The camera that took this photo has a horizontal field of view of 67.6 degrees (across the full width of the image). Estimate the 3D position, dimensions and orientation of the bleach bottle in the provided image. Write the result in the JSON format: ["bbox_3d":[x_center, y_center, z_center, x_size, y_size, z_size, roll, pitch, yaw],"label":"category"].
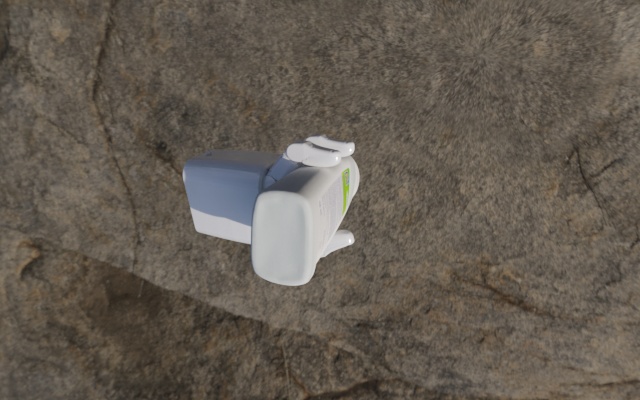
[{"bbox_3d":[0.000,0.002,0.573,0.068,0.102,0.250,9,19,16],"label":"bleach bottle"}]
